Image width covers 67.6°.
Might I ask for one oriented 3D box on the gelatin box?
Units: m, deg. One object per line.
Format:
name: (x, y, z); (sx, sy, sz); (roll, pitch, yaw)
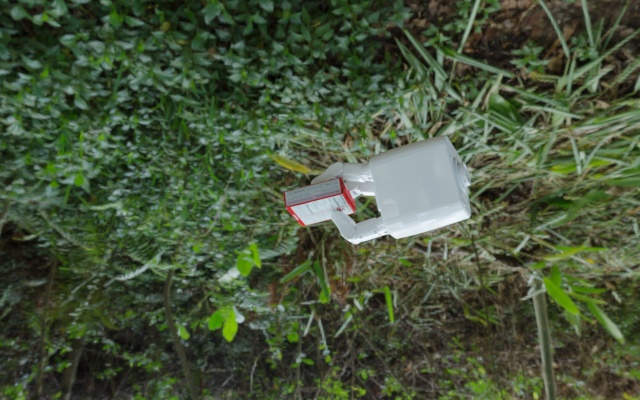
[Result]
gelatin box: (0.000, 0.003, 0.695); (0.089, 0.030, 0.073); (-15, -27, 11)
